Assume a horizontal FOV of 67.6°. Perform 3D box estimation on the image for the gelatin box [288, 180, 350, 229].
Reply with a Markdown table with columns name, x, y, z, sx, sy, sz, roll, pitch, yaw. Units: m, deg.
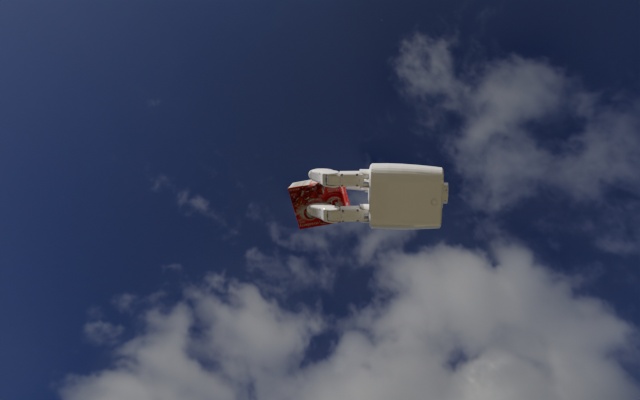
| name | x | y | z | sx | sy | sz | roll | pitch | yaw |
| --- | --- | --- | --- | --- | --- | --- | --- | --- | --- |
| gelatin box | 0.000 | 0.002 | 0.766 | 0.089 | 0.073 | 0.030 | -10 | 17 | 19 |
